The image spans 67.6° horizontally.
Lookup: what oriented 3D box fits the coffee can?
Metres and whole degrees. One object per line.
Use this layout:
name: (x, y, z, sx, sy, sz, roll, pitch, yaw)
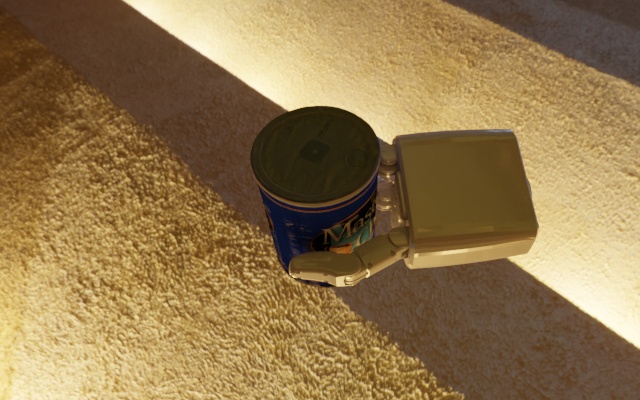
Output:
coffee can: (0.000, 0.001, 0.430, 0.103, 0.102, 0.140, 0, -36, 4)
